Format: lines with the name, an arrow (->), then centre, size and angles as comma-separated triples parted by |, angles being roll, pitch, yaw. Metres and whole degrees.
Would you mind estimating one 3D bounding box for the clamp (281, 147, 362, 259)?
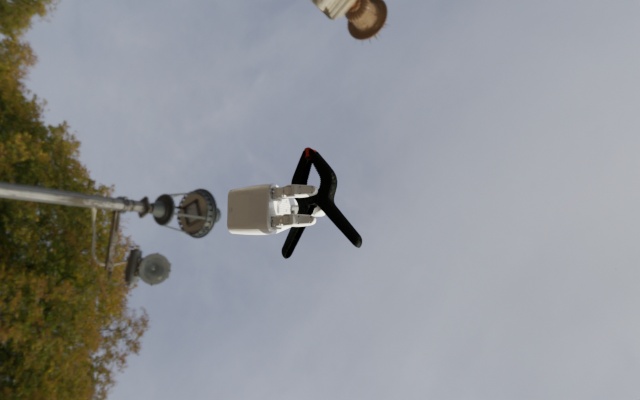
clamp -> 0.000, 0.003, 0.894 | 0.164, 0.210, 0.036 | -4, -9, 26
